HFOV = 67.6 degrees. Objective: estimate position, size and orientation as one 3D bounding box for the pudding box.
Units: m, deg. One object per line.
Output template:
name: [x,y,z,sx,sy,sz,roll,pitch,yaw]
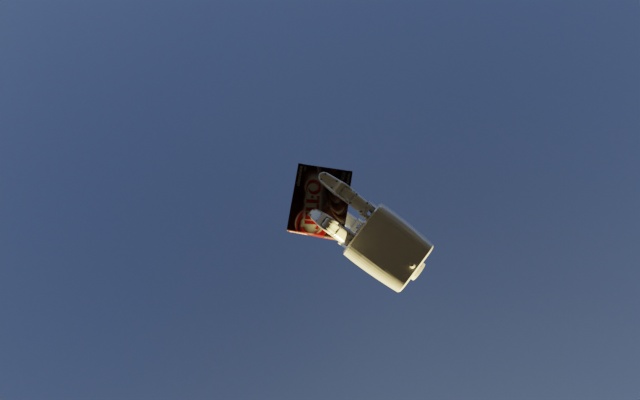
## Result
pudding box: [0.000,0.003,0.771,0.090,0.113,0.039,9,-6,6]
